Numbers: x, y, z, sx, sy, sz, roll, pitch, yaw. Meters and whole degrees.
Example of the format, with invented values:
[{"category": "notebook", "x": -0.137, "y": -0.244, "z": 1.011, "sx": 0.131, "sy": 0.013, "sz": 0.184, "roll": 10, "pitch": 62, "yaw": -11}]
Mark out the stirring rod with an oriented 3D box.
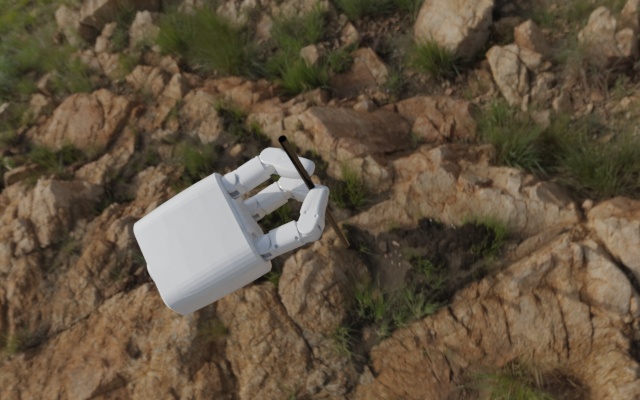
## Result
[{"category": "stirring rod", "x": 0.000, "y": 0.002, "z": 0.529, "sx": 0.011, "sy": 0.011, "sz": 0.240, "roll": 0, "pitch": -28, "yaw": 19}]
